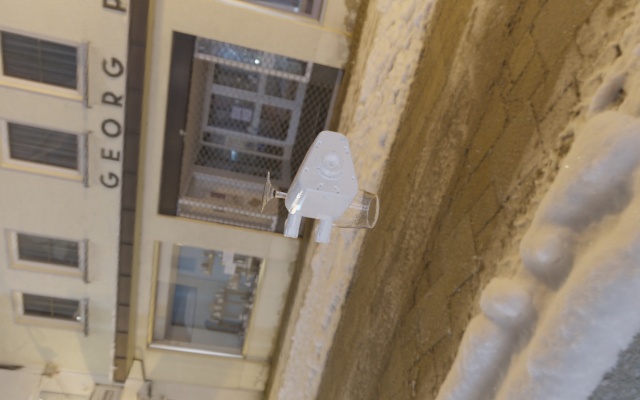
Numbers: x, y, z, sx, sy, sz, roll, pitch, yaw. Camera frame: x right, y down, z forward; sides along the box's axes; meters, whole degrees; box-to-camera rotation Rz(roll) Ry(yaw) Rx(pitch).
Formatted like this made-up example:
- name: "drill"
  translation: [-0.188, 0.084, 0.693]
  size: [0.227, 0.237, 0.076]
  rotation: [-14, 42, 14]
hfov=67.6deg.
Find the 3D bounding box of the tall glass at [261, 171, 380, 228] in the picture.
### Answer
- name: "tall glass"
  translation: [-0.001, 0.003, 0.840]
  size: [0.201, 0.079, 0.079]
  rotation: [10, -2, -10]
